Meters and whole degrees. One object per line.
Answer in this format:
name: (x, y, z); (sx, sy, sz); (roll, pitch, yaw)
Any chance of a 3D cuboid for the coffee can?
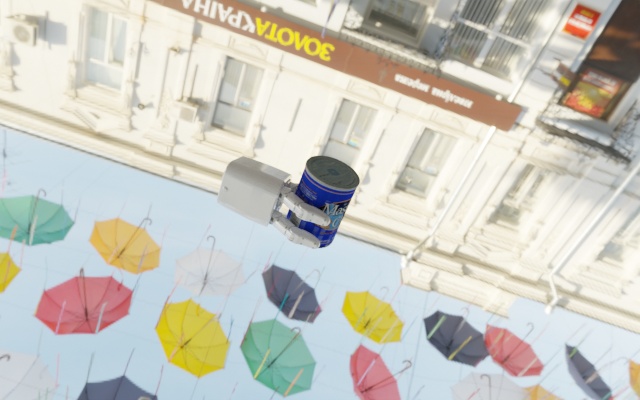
coffee can: (0.000, 0.003, 0.882); (0.103, 0.140, 0.102); (16, 32, -10)
